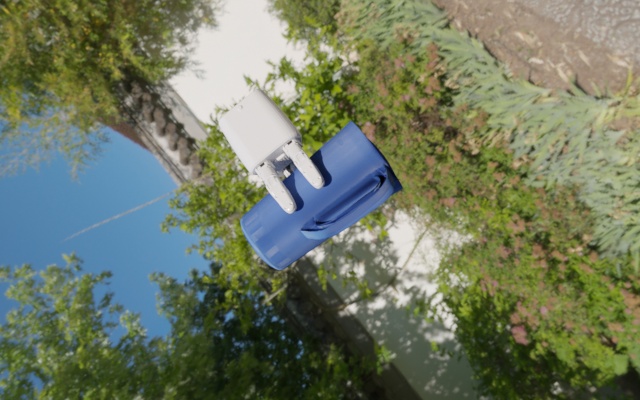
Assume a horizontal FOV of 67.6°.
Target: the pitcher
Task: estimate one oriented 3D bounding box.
[{"bbox_3d":[0.000,0.002,0.743,0.243,0.145,0.149,-38,-15,4],"label":"pitcher"}]
